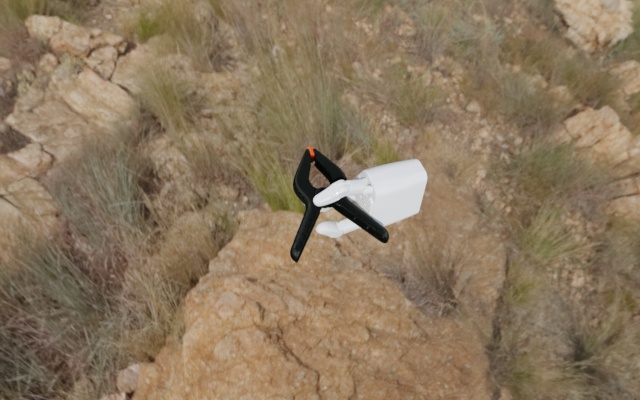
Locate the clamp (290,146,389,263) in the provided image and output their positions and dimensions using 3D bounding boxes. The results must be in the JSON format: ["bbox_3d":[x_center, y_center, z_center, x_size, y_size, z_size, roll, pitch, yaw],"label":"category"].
[{"bbox_3d":[0.000,0.002,0.799,0.164,0.210,0.036,-16,-27,-18],"label":"clamp"}]
